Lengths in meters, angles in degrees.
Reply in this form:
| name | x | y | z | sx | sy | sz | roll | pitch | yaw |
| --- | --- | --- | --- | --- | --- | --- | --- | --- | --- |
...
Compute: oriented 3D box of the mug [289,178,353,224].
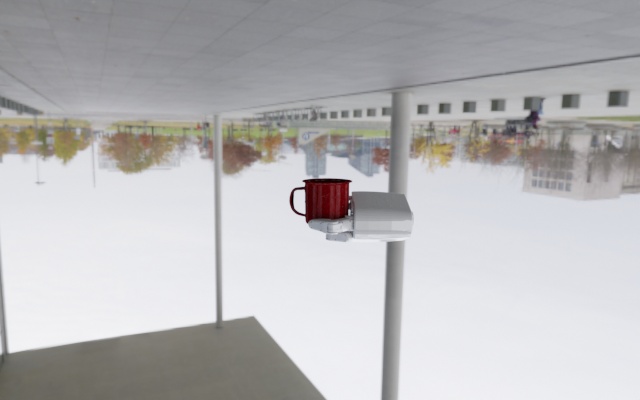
| name | x | y | z | sx | sy | sz | roll | pitch | yaw |
| --- | --- | --- | --- | --- | --- | --- | --- | --- | --- |
| mug | -0.001 | 0.003 | 0.884 | 0.117 | 0.081 | 0.093 | 0 | 8 | 1 |
